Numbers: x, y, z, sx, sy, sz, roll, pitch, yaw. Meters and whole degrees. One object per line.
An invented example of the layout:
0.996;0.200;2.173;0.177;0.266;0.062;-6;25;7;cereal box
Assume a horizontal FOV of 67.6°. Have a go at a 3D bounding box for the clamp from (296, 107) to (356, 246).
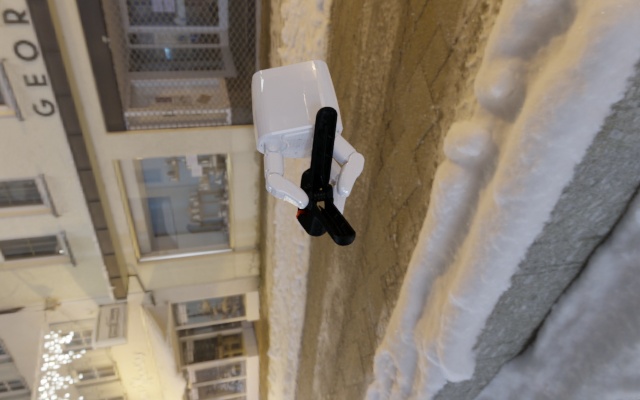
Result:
-0.001;0.002;0.619;0.036;0.164;0.210;-3;-22;-14;clamp
